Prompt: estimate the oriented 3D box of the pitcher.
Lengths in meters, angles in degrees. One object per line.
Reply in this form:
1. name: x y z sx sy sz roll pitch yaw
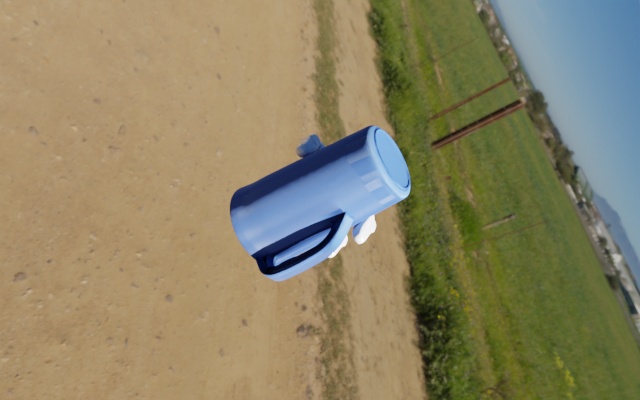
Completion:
1. pitcher: 0.000 0.002 0.677 0.243 0.149 0.145 -27 -1 27
